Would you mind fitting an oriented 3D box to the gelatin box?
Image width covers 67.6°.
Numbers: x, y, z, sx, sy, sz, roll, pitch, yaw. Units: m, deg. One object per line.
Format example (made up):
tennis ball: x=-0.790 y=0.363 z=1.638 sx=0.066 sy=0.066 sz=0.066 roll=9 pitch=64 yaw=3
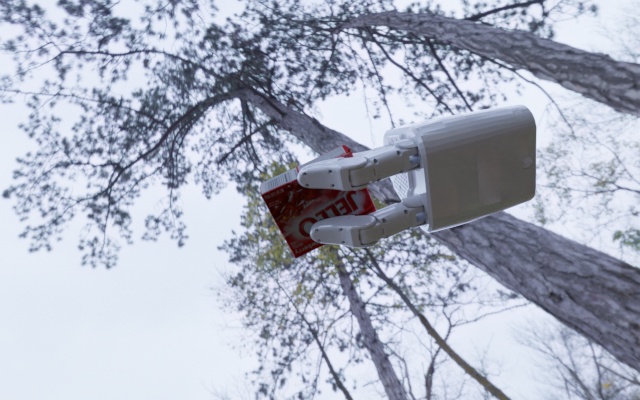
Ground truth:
gelatin box: x=0.000 y=0.001 z=0.437 sx=0.089 sy=0.073 sz=0.030 roll=-25 pitch=26 yaw=3
